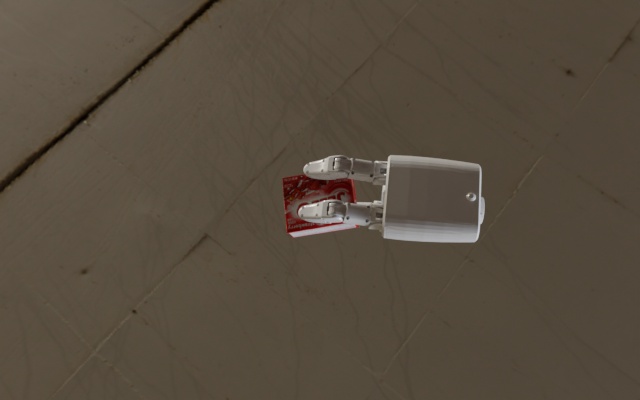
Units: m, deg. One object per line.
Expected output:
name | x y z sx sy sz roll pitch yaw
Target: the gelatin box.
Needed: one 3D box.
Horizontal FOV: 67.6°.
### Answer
gelatin box | 0.000 0.002 0.592 0.089 0.073 0.030 -10 -18 9
